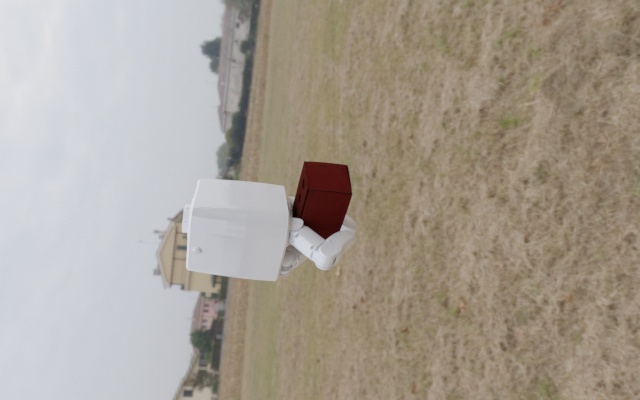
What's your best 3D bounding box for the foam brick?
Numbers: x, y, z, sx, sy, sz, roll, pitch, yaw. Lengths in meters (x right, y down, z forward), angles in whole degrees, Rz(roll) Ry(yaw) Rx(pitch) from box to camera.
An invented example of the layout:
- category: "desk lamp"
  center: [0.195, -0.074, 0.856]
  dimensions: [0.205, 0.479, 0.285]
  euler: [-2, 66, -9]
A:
- category: "foam brick"
  center: [0.000, 0.002, 0.546]
  dimensions: [0.051, 0.078, 0.053]
  euler: [7, 39, -11]
